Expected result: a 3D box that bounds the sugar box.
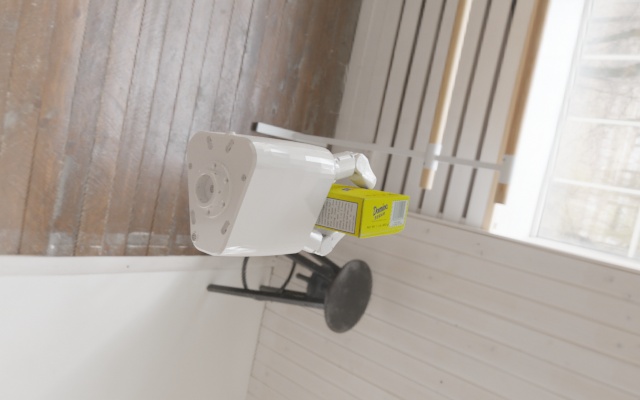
[{"bbox_3d":[0.000,0.001,0.540,0.176,0.048,0.093,14,10,37],"label":"sugar box"}]
